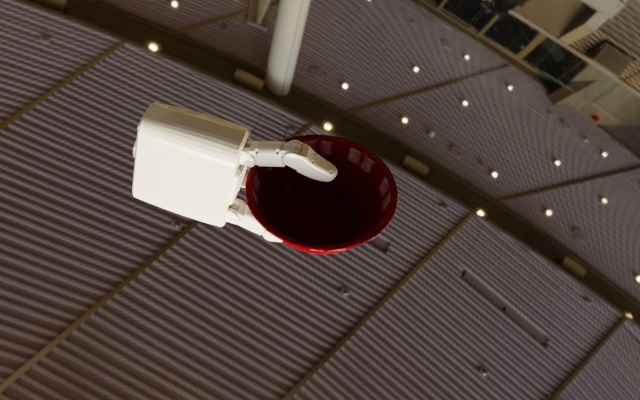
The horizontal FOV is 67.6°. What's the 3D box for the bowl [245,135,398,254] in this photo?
[{"bbox_3d":[0.001,0.002,0.522,0.162,0.162,0.055,0,-40,-5],"label":"bowl"}]
